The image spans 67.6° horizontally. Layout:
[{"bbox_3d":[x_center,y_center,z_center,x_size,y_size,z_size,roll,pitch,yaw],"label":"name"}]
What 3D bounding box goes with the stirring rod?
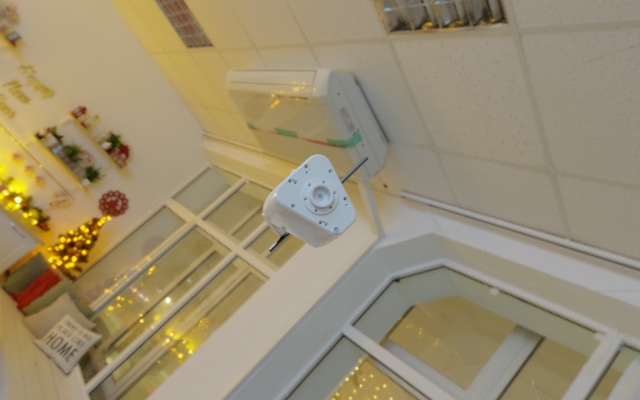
[{"bbox_3d":[0.000,0.003,0.811,0.239,0.011,0.011,-44,17,-19],"label":"stirring rod"}]
